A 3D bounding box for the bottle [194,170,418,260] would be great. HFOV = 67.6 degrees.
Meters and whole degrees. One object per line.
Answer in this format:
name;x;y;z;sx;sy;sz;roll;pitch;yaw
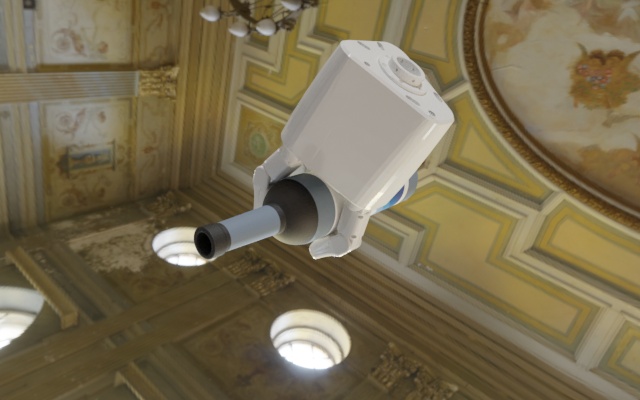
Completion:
bottle;0.000;0.002;0.486;0.069;0.069;0.295;0;13;40
